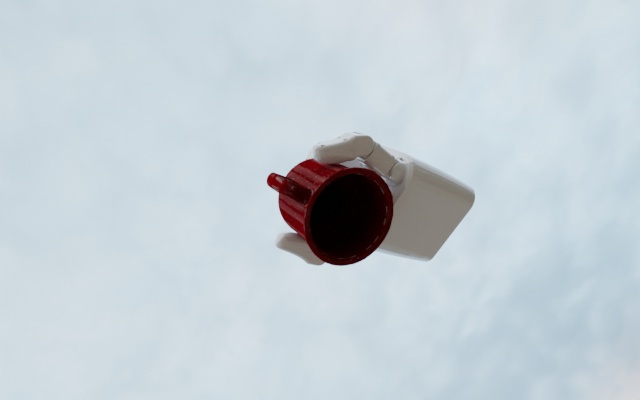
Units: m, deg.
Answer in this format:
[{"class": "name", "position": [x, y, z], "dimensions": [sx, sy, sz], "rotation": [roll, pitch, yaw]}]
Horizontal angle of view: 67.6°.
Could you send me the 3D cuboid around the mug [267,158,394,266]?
[{"class": "mug", "position": [-0.001, 0.001, 0.456], "dimensions": [0.117, 0.093, 0.081], "rotation": [21, 5, -31]}]
